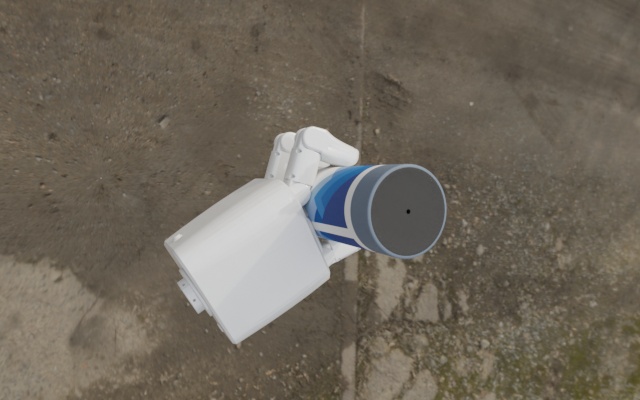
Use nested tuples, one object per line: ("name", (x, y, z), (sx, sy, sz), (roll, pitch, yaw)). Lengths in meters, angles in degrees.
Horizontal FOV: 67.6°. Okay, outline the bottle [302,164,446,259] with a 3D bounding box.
("bottle", (0.000, 0.001, 0.464), (0.069, 0.069, 0.295), (0, 2, -25))
